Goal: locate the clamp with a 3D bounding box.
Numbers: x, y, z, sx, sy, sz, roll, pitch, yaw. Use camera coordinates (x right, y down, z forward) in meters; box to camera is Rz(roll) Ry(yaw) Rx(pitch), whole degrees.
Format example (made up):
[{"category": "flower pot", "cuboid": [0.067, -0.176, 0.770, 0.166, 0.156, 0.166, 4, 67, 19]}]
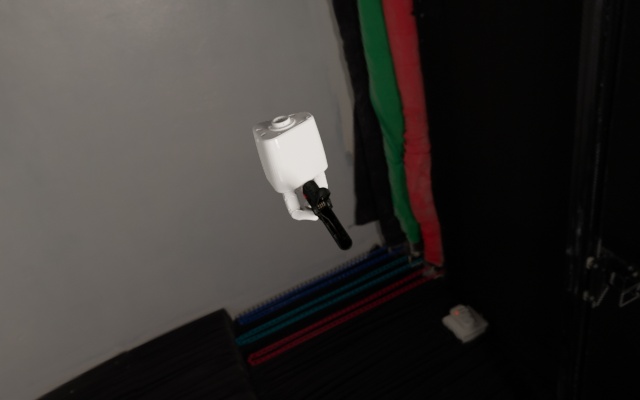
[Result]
[{"category": "clamp", "cuboid": [0.001, 0.002, 0.833, 0.039, 0.120, 0.171, -24, 33, -12]}]
